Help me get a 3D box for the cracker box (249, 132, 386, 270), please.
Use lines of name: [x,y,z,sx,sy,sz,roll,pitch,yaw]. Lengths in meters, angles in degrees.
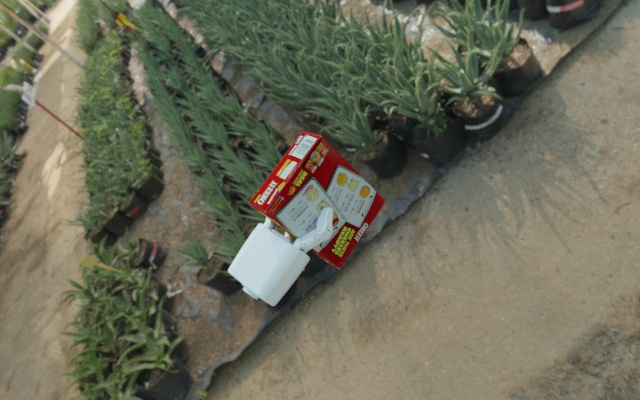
cracker box: [0.000,0.003,0.877,0.214,0.164,0.072,41,-10,-37]
